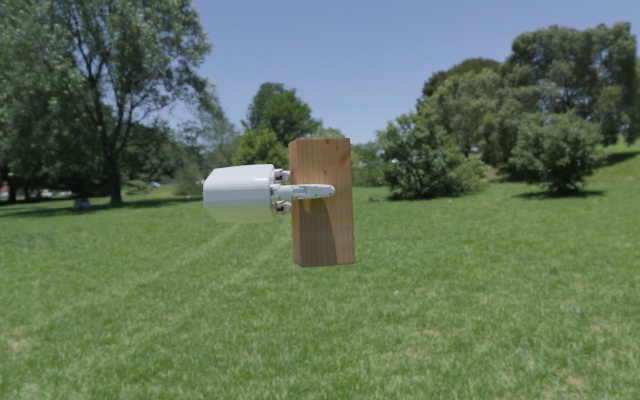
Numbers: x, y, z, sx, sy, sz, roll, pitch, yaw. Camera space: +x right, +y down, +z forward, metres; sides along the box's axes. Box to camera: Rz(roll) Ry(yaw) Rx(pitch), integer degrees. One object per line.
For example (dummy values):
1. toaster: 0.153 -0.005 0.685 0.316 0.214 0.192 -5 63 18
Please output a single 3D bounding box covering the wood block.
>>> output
1. wood block: 0.000 0.003 0.805 0.090 0.206 0.091 -3 1 -13
